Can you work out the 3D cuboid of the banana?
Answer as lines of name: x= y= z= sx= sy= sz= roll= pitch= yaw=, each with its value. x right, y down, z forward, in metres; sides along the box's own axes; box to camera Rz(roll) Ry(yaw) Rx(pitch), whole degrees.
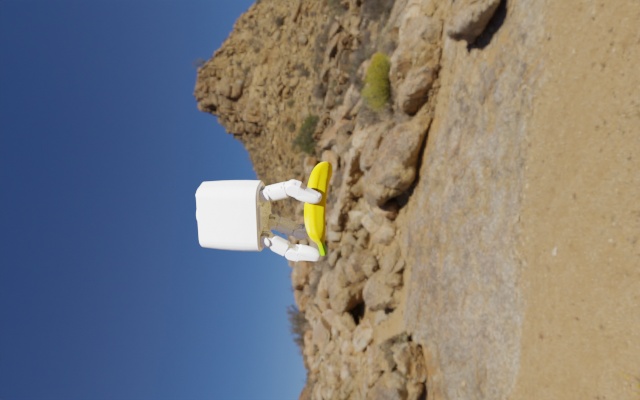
banana: x=-0.003 y=-0.005 z=0.830 sx=0.037 sy=0.197 sz=0.070 roll=-1 pitch=-36 yaw=11
